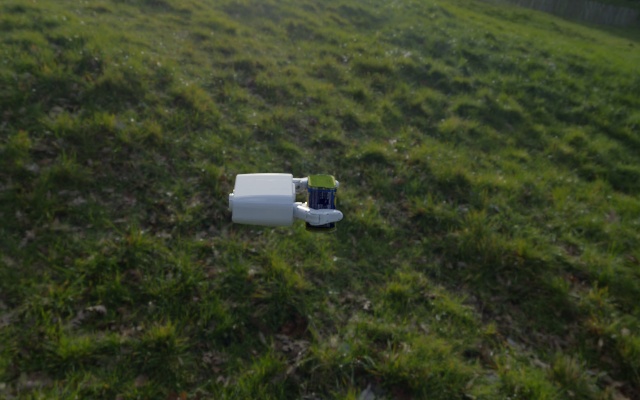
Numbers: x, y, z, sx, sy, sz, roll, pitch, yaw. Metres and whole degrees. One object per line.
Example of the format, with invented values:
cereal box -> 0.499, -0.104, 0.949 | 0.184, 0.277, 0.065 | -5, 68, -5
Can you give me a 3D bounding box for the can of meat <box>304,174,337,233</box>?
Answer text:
can of meat -> 0.000, 0.003, 0.877 | 0.057, 0.084, 0.102 | 2, 16, -4
